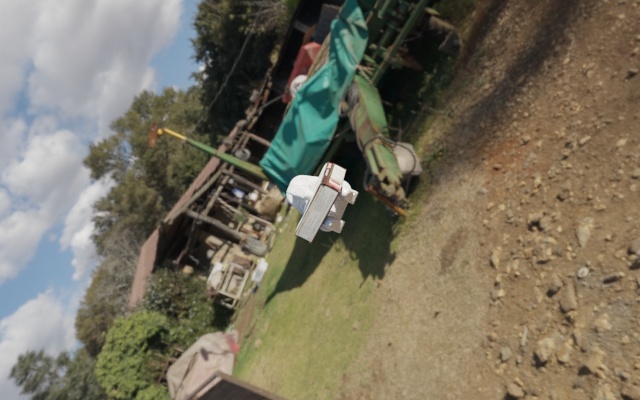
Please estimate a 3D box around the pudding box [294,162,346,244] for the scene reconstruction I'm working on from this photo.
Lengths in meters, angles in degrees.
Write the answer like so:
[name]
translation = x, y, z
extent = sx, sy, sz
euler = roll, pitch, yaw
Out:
[pudding box]
translation = 0.000, 0.003, 0.801
extent = 0.039, 0.113, 0.090
euler = 24, 29, -4
